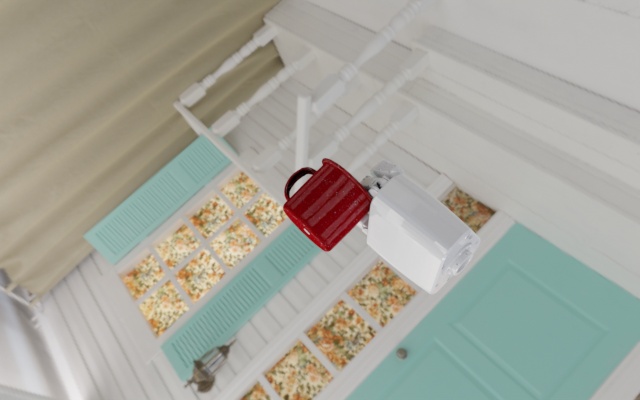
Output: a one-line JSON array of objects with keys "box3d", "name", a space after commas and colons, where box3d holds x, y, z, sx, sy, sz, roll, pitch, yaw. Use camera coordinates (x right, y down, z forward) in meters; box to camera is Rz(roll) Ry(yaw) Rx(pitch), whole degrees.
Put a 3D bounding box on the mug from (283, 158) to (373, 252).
[{"box3d": [-0.001, 0.001, 0.596, 0.117, 0.081, 0.093, 40, -10, 29], "name": "mug"}]
